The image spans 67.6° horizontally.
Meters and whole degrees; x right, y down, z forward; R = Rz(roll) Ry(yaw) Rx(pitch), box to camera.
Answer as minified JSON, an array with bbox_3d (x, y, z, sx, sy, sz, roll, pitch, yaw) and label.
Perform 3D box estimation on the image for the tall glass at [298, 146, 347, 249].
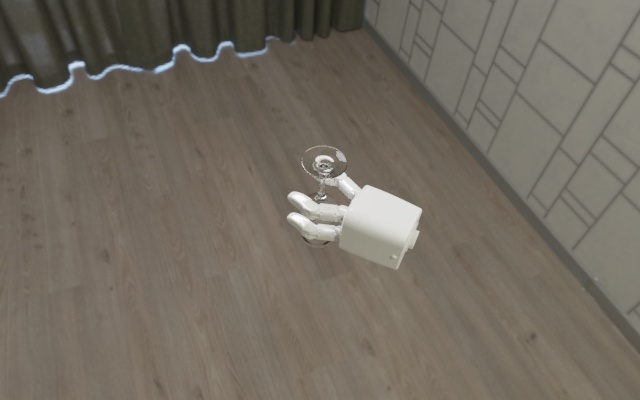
[{"bbox_3d":[0.000,0.002,0.834,0.079,0.079,0.201,0,-40,-5],"label":"tall glass"}]
